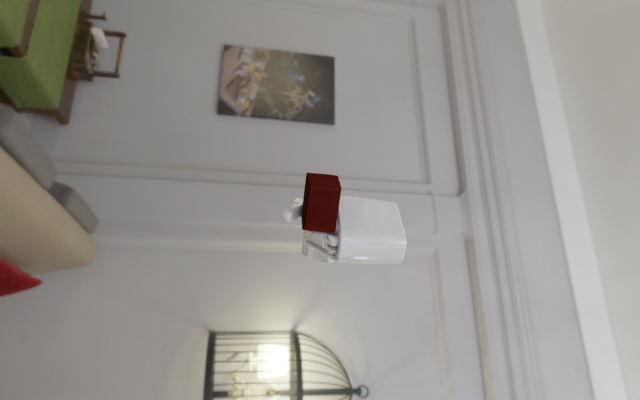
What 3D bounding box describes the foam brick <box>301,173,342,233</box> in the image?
[{"bbox_3d":[0.000,0.002,0.736,0.051,0.078,0.053,5,25,-6],"label":"foam brick"}]
